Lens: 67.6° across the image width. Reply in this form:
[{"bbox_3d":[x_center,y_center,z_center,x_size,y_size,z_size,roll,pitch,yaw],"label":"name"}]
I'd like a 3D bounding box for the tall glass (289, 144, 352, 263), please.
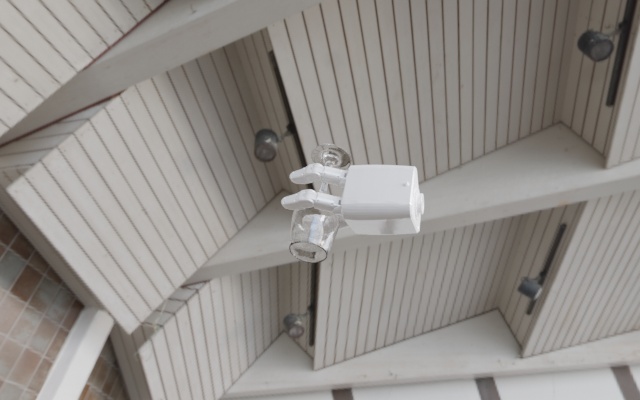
[{"bbox_3d":[0.000,0.002,0.798,0.079,0.201,0.079,9,-36,7],"label":"tall glass"}]
